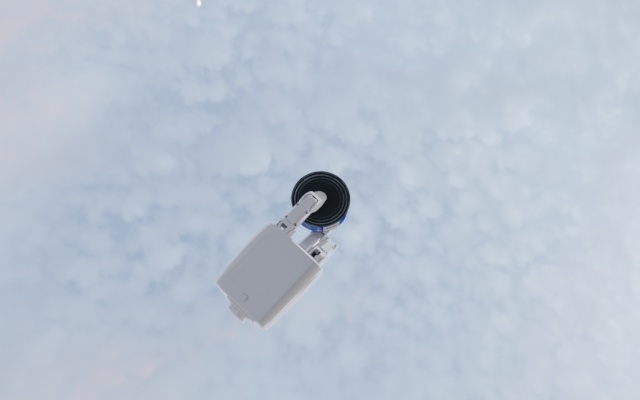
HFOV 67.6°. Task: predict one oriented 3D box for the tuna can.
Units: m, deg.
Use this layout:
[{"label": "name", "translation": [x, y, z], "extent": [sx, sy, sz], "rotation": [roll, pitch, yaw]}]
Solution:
[{"label": "tuna can", "translation": [0.000, 0.002, 0.702], "extent": [0.086, 0.086, 0.034], "rotation": [0, -20, -1]}]
